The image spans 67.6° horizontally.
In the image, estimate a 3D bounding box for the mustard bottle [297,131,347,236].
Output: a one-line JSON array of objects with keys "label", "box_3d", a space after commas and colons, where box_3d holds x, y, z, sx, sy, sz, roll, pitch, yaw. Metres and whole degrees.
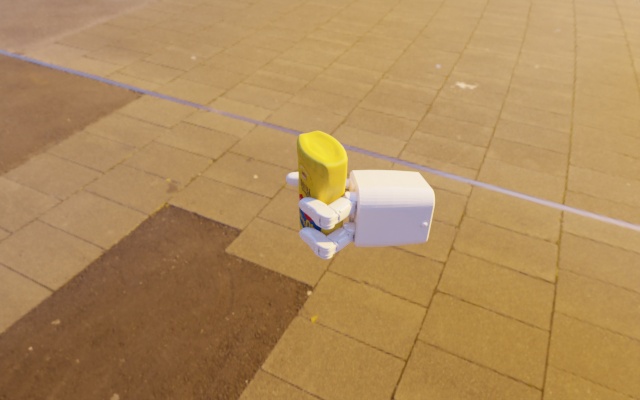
[{"label": "mustard bottle", "box_3d": [0.000, 0.002, 0.699, 0.058, 0.192, 0.096, -17, 41, -22]}]
